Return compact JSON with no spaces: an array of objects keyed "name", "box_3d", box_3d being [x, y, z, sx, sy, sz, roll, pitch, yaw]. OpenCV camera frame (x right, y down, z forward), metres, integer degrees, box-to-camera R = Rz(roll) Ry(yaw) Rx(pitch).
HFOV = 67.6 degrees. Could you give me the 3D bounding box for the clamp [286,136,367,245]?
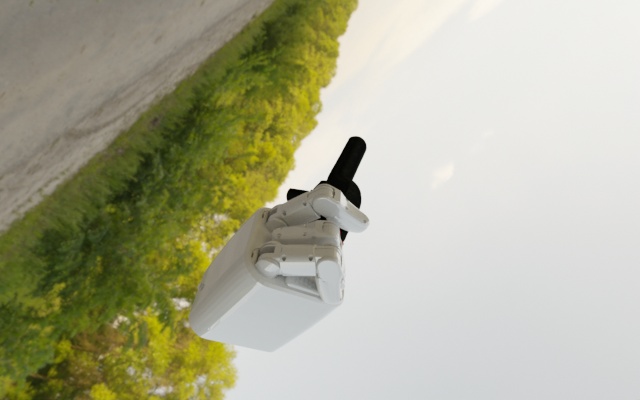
[{"name":"clamp","box_3d":[0.001,0.002,0.523,0.120,0.039,0.171,-42,19,28]}]
